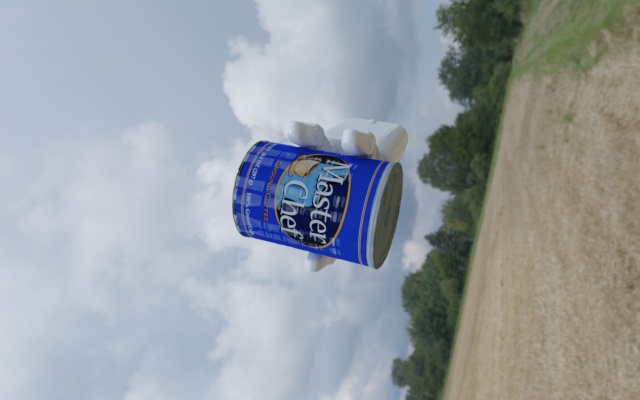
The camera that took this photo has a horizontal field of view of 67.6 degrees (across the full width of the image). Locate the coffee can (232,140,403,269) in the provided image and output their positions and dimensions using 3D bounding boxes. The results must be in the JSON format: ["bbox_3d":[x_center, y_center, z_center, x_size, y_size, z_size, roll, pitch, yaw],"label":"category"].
[{"bbox_3d":[0.000,0.002,0.469,0.140,0.103,0.103,12,4,18],"label":"coffee can"}]
